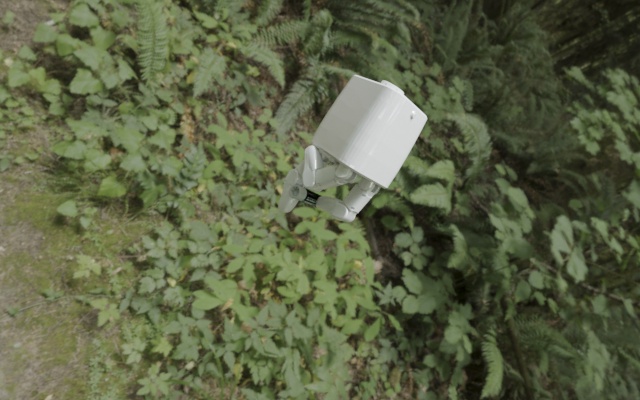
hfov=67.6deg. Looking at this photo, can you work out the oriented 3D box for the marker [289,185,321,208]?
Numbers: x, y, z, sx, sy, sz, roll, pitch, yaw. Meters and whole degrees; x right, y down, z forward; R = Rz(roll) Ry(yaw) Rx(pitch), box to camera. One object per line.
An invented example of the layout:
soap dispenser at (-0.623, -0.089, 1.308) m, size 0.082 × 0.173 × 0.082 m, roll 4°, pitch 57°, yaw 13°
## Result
marker at (0.000, 0.002, 0.675) m, size 0.020 × 0.020 × 0.121 m, roll 0°, pitch -14°, yaw 36°
